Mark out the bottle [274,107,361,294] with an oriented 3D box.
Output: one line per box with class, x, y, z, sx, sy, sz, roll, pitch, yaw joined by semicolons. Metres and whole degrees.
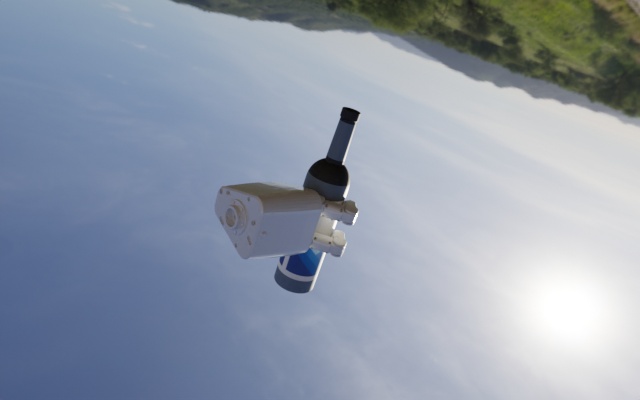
bottle;0.000;0.003;0.726;0.069;0.296;0.069;16;22;-7
